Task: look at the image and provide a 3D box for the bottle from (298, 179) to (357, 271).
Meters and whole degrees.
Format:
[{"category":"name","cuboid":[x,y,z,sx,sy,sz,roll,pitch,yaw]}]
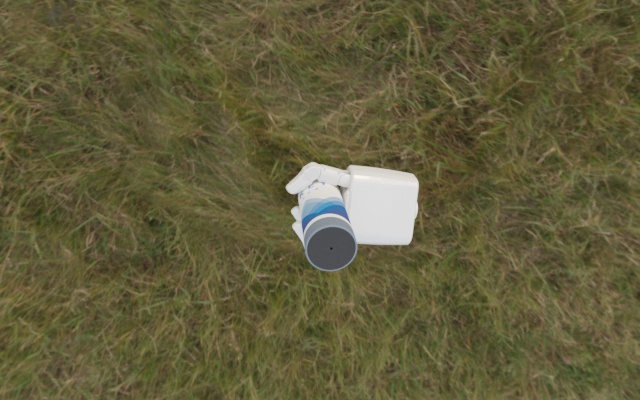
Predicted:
[{"category":"bottle","cuboid":[0.000,0.002,0.732,0.069,0.069,0.295,0,23,-6]}]
